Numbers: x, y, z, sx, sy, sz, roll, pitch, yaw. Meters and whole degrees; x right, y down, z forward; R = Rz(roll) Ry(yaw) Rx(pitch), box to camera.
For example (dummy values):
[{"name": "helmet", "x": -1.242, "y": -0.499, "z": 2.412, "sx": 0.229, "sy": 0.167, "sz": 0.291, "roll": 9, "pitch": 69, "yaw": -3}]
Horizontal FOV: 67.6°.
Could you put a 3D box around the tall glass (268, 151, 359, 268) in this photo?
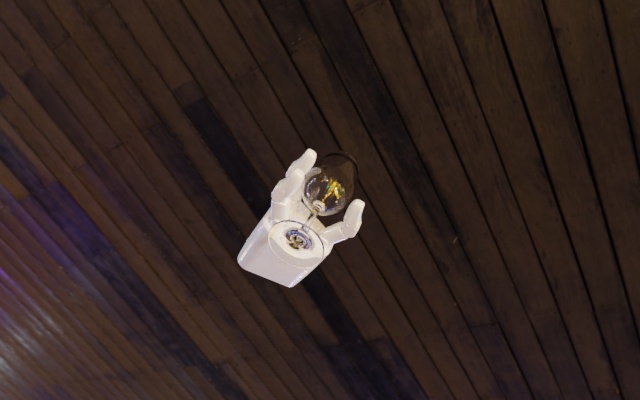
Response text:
[{"name": "tall glass", "x": 0.000, "y": 0.003, "z": 0.667, "sx": 0.079, "sy": 0.079, "sz": 0.201, "roll": 0, "pitch": 33, "yaw": 22}]
